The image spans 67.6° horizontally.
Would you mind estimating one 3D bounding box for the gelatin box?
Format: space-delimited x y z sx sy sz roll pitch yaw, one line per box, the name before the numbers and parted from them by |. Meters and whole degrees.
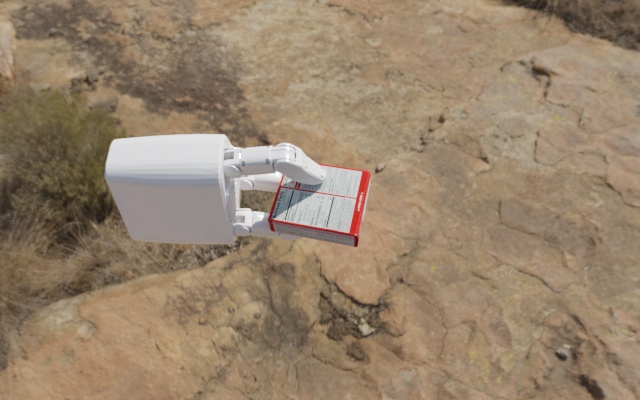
gelatin box | 0.000 0.001 0.473 0.089 0.073 0.030 9 -28 10
